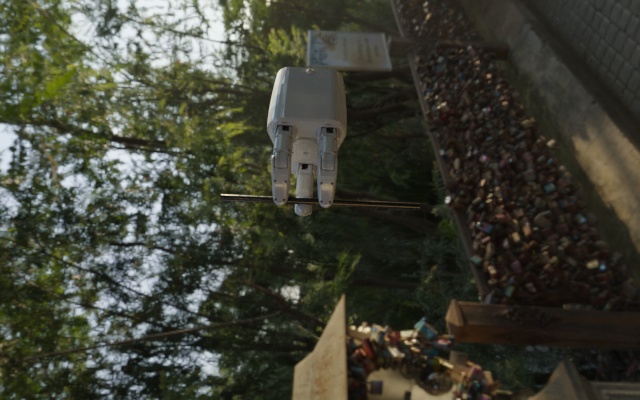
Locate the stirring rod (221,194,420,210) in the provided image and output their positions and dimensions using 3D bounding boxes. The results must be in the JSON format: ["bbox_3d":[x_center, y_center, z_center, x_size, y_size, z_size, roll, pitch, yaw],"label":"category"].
[{"bbox_3d":[0.000,0.002,0.579,0.239,0.011,0.011,3,0,-1],"label":"stirring rod"}]
